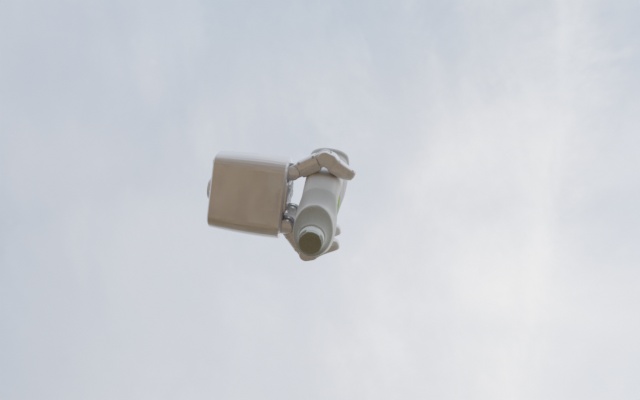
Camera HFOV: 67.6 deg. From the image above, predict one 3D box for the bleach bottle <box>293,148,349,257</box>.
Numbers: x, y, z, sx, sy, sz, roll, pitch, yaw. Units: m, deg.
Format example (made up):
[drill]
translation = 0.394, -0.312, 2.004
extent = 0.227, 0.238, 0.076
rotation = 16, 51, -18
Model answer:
[bleach bottle]
translation = 0.000, 0.002, 0.671
extent = 0.068, 0.103, 0.250
rotation = 7, 19, 3
